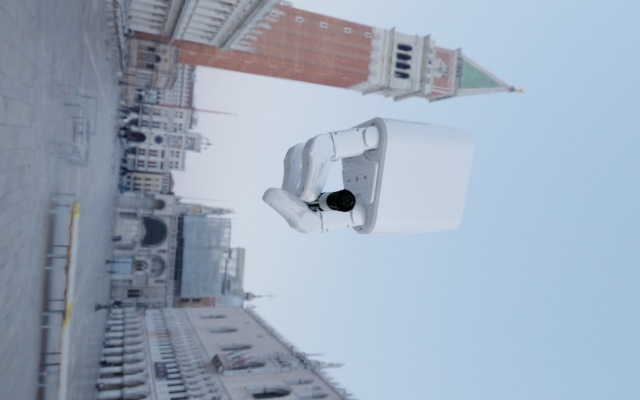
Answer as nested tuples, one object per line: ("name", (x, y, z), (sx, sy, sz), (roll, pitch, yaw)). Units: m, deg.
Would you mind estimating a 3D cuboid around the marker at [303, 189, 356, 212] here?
("marker", (0.000, 0.001, 0.434), (0.020, 0.020, 0.121), (0, -2, -22))
